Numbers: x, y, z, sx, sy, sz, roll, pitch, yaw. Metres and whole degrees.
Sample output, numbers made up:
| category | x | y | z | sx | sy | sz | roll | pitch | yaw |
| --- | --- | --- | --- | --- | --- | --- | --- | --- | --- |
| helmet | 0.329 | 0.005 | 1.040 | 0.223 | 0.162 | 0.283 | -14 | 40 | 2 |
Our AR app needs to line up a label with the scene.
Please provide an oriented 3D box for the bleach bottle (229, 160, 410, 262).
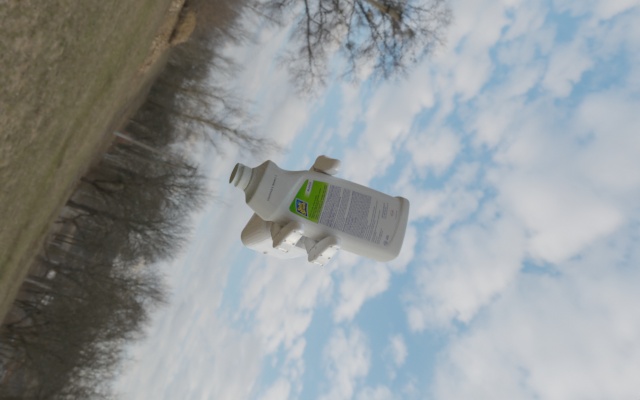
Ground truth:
| category | x | y | z | sx | sy | sz | roll | pitch | yaw |
| --- | --- | --- | --- | --- | --- | --- | --- | --- | --- |
| bleach bottle | 0.000 | 0.002 | 0.651 | 0.251 | 0.102 | 0.068 | 22 | -21 | -22 |
